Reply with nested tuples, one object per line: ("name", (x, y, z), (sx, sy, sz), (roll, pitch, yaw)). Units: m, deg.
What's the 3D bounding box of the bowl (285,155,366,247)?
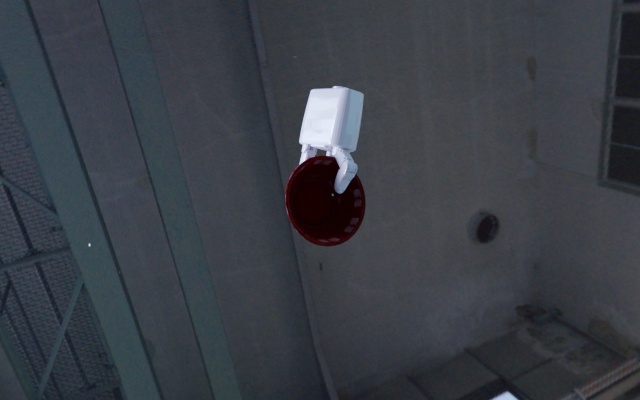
("bowl", (0.000, 0.004, 0.860), (0.162, 0.162, 0.055), (0, -6, -29))
